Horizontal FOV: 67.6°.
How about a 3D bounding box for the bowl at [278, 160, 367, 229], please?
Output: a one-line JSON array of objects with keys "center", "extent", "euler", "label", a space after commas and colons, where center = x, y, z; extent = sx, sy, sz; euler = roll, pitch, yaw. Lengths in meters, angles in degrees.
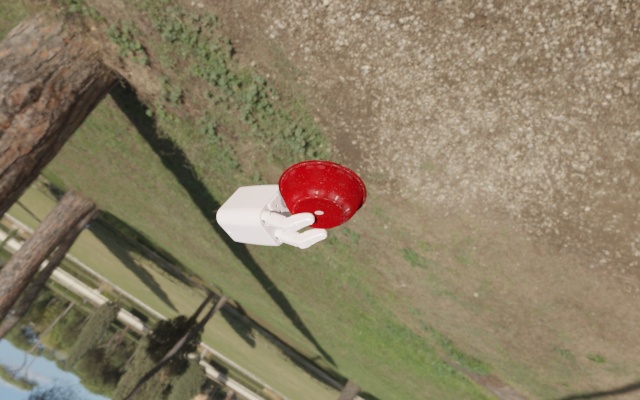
[{"center": [0.001, 0.003, 0.846], "extent": [0.162, 0.055, 0.162], "euler": [6, -39, 4], "label": "bowl"}]
